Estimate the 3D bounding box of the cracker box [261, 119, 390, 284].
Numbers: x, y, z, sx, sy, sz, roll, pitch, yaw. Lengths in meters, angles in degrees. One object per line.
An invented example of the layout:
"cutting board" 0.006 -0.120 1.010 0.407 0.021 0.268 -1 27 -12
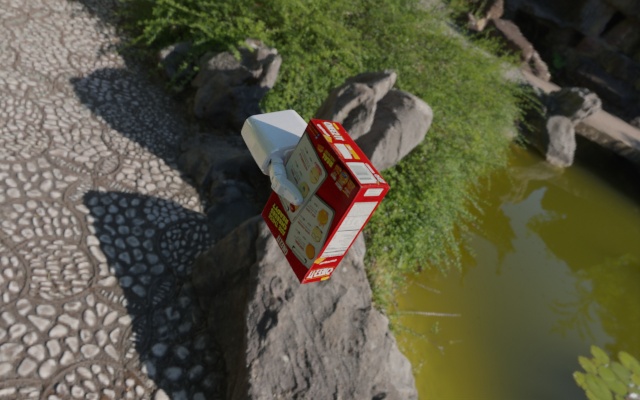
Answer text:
"cracker box" 0.000 0.002 0.777 0.072 0.214 0.164 -1 44 -39
